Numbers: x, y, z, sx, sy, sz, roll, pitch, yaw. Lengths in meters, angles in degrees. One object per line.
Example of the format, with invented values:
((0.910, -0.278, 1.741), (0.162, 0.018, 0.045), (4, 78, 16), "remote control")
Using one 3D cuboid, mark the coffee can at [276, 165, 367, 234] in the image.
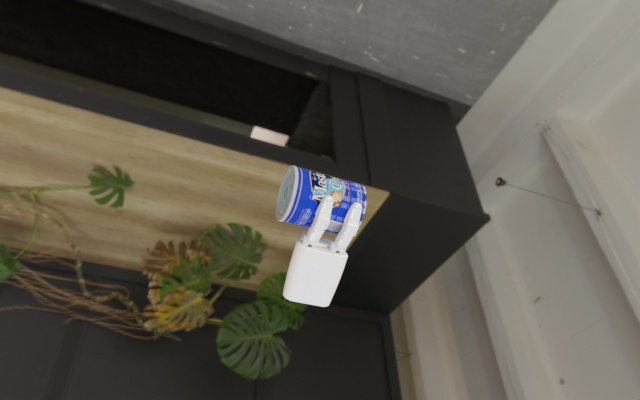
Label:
((0.000, 0.003, 0.877), (0.140, 0.103, 0.103), (14, -5, -18), "coffee can")
